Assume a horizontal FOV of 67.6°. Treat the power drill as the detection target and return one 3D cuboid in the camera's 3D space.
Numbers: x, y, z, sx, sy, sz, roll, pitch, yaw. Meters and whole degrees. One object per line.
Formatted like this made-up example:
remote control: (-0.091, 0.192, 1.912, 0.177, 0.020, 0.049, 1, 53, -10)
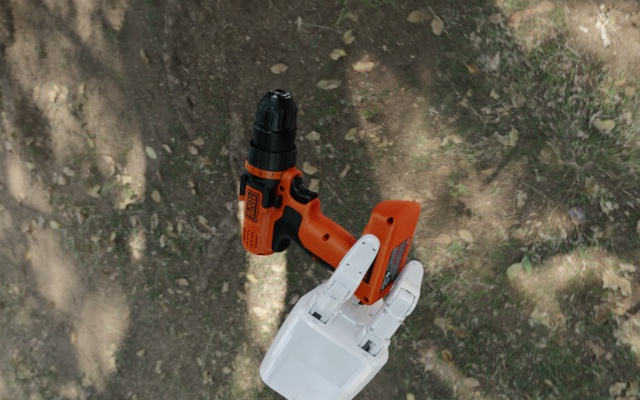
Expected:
power drill: (0.000, 0.002, 0.468, 0.187, 0.184, 0.057, 28, 34, 30)
